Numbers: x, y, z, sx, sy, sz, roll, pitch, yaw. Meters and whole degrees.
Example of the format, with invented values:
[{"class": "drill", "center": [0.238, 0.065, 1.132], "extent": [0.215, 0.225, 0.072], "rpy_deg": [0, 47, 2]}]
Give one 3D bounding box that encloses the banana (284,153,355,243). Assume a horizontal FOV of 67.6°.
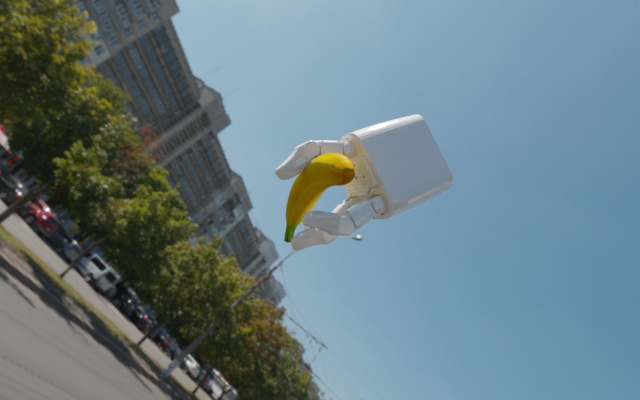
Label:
[{"class": "banana", "center": [-0.004, -0.014, 0.564], "extent": [0.037, 0.069, 0.198], "rpy_deg": [0, -24, -22]}]
